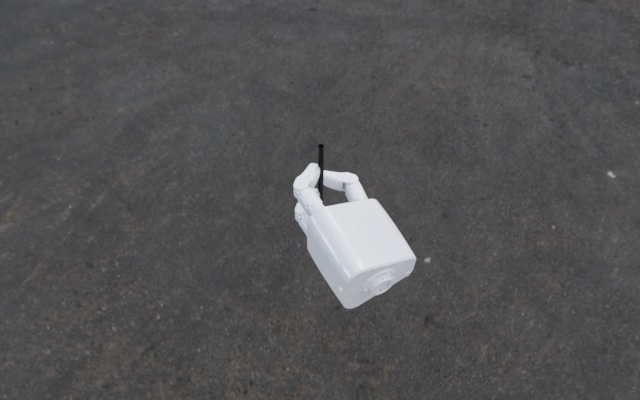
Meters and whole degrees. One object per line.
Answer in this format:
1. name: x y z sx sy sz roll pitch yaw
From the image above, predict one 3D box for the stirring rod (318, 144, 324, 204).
1. stirring rod: 0.000 0.003 0.740 0.011 0.011 0.240 0 -39 0
